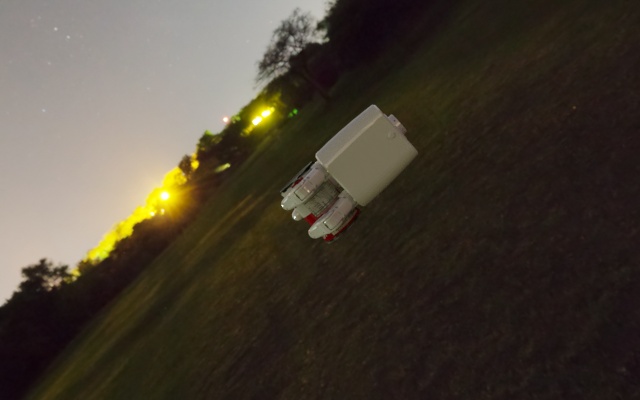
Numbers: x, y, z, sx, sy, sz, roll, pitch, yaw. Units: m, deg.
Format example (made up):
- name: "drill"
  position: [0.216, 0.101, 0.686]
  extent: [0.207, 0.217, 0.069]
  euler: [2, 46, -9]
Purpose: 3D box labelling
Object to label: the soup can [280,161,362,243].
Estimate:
- name: "soup can"
  position: [0.000, 0.002, 0.686]
  extent: [0.068, 0.102, 0.068]
  euler: [-43, 7, 6]
